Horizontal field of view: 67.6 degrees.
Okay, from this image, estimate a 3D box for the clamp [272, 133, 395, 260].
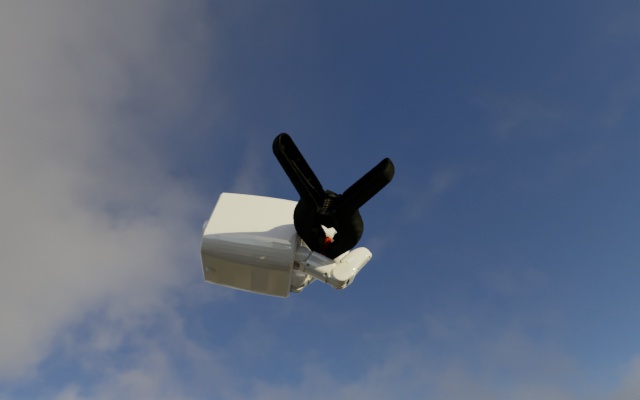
[{"bbox_3d":[0.000,0.001,0.505,0.120,0.172,0.039,25,47,9],"label":"clamp"}]
